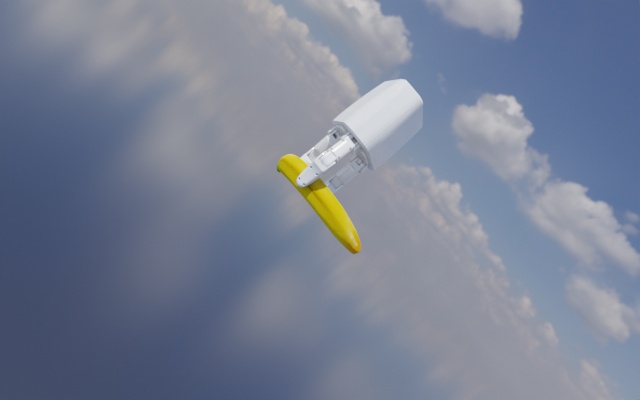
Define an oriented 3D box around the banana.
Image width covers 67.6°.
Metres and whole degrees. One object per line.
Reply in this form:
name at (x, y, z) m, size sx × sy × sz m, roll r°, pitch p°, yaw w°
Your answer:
banana at (-0.006, -0.008, 0.687) m, size 0.037 × 0.197 × 0.070 m, roll -38°, pitch -27°, yaw -5°
